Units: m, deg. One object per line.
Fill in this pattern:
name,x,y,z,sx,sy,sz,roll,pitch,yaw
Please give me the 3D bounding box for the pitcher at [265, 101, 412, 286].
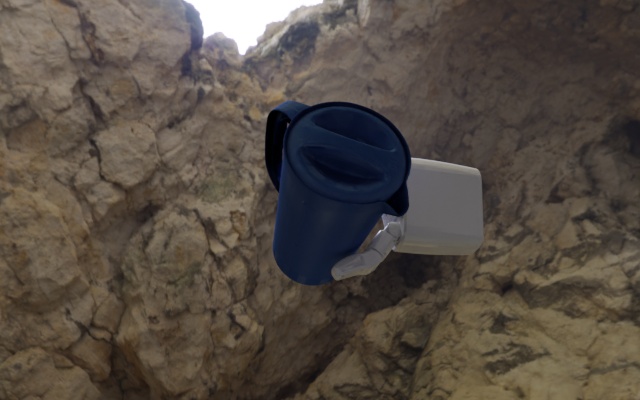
pitcher,0.000,0.002,0.579,0.145,0.149,0.243,3,-33,-11
